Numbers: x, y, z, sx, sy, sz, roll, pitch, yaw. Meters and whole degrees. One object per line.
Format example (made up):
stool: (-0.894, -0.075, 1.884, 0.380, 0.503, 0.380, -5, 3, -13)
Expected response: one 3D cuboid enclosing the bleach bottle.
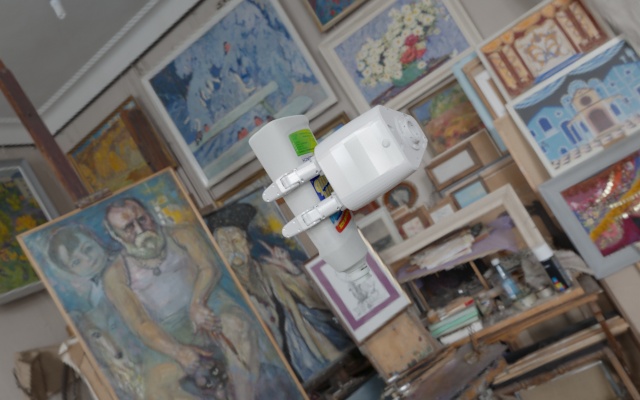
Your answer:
bleach bottle: (0.000, 0.002, 0.680, 0.068, 0.251, 0.102, -33, -3, 31)
